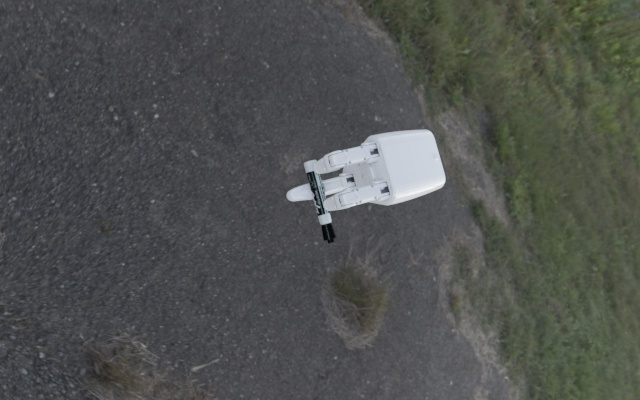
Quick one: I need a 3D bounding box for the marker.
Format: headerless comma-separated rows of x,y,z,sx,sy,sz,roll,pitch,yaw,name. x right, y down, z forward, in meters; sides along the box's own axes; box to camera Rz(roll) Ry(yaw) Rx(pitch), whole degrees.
0.000,0.002,0.685,0.020,0.121,0.020,-15,-2,0,marker
